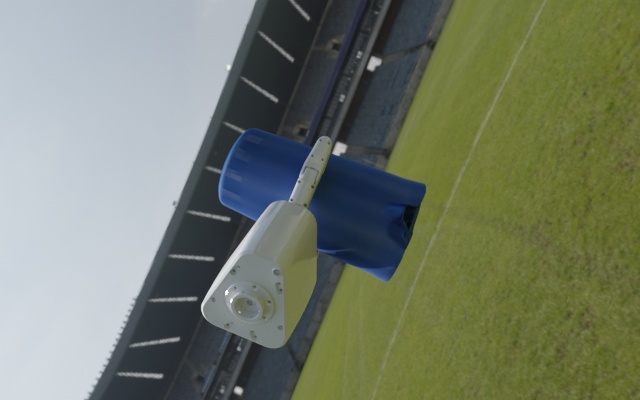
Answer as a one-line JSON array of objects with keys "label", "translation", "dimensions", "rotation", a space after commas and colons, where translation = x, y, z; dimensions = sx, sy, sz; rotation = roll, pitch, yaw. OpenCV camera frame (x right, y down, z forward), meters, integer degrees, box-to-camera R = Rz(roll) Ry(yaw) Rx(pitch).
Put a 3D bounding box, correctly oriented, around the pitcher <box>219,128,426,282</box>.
[{"label": "pitcher", "translation": [0.000, 0.002, 0.619], "dimensions": [0.243, 0.149, 0.145], "rotation": [22, 31, 3]}]
